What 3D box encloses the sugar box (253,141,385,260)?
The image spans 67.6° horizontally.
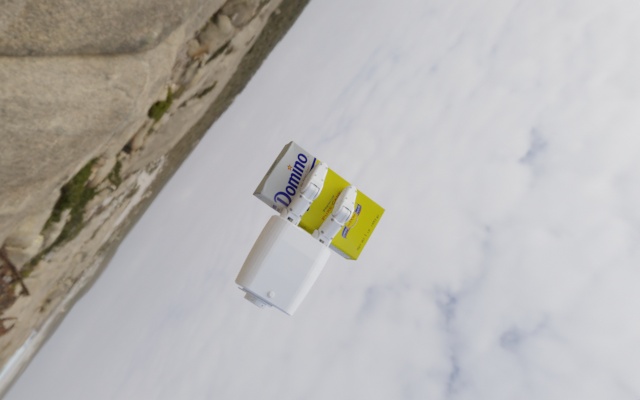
[{"bbox_3d":[0.000,0.002,0.699,0.176,0.093,0.048,36,-15,-17],"label":"sugar box"}]
